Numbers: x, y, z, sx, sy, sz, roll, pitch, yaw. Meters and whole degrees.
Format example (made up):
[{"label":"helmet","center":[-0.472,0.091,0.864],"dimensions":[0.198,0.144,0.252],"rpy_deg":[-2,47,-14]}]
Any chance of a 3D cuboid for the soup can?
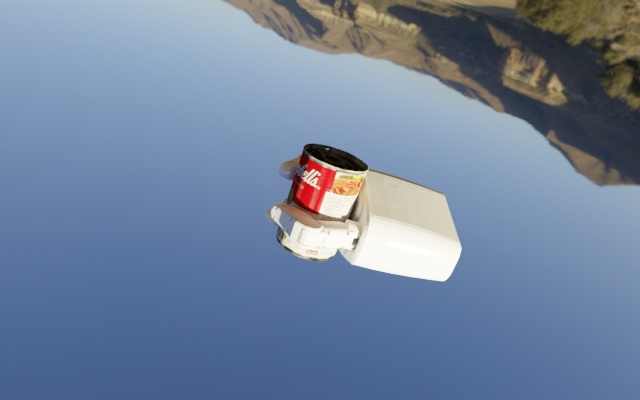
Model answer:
[{"label":"soup can","center":[0.000,0.002,0.489],"dimensions":[0.068,0.102,0.068],"rpy_deg":[17,21,-7]}]
